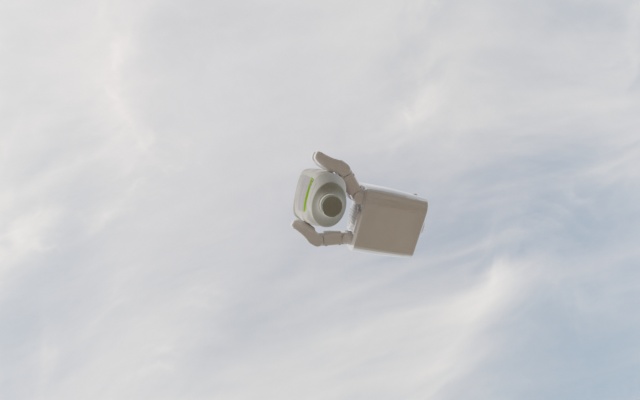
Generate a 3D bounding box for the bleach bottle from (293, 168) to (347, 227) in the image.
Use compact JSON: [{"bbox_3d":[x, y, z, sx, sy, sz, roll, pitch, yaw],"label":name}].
[{"bbox_3d":[0.000,0.002,0.761,0.068,0.102,0.251,9,5,-7],"label":"bleach bottle"}]
